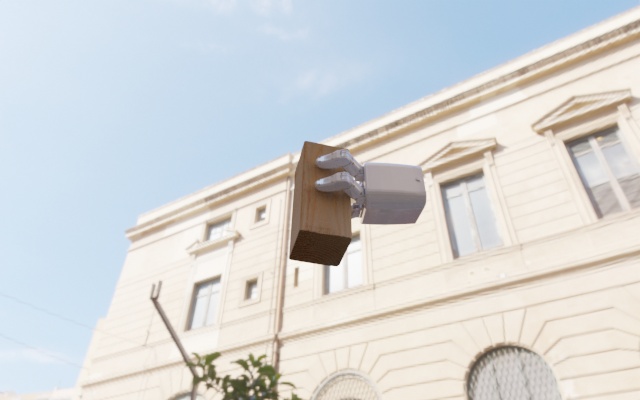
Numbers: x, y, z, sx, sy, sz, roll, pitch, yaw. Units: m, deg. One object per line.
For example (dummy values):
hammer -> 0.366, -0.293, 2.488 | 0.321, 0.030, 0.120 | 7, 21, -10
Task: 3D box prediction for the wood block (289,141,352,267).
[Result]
wood block -> 0.000, 0.003, 0.851 | 0.090, 0.206, 0.091 | 10, -41, -9
